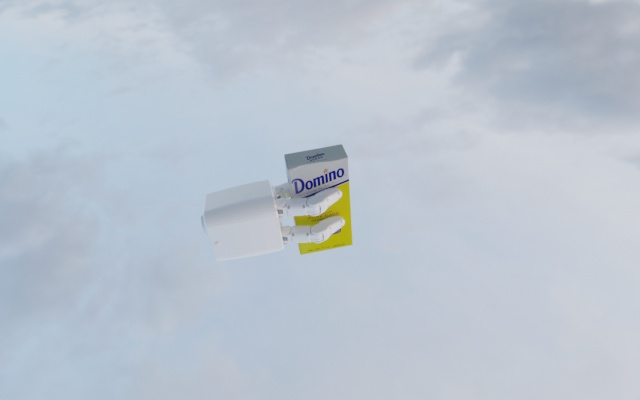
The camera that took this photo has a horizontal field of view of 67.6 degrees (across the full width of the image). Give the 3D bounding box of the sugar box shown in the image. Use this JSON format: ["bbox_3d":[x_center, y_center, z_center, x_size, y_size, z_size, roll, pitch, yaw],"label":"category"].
[{"bbox_3d":[0.000,0.003,0.757,0.093,0.176,0.048,-11,40,-6],"label":"sugar box"}]
